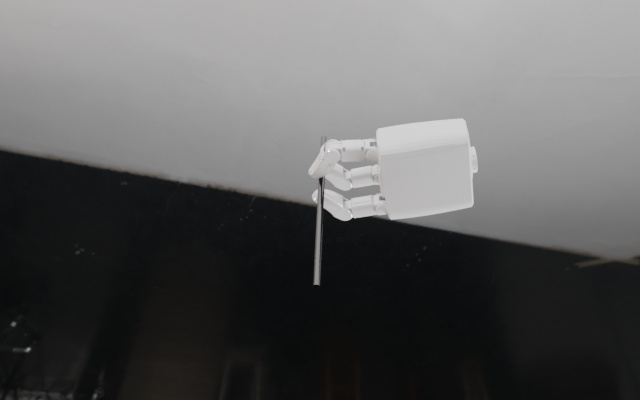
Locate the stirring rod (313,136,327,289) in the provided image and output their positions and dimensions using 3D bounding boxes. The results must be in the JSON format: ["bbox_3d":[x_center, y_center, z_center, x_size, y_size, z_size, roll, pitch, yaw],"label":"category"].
[{"bbox_3d":[0.000,0.002,0.587,0.011,0.239,0.011,2,-42,1],"label":"stirring rod"}]
